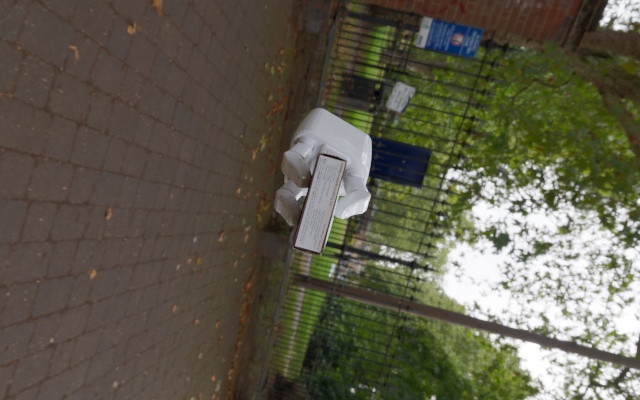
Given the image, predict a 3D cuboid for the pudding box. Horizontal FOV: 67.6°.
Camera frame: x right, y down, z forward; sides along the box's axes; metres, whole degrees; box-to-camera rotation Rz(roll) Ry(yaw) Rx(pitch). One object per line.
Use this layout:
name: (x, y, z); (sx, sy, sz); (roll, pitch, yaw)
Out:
pudding box: (0.000, 0.002, 0.565); (0.039, 0.113, 0.090); (14, 3, 2)
